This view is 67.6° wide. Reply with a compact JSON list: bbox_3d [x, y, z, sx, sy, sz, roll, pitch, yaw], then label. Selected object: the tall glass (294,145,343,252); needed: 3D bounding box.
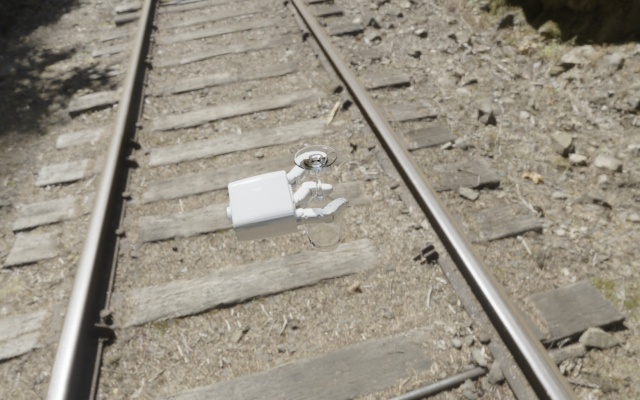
[{"bbox_3d":[0.000,0.002,0.874,0.079,0.201,0.079,-4,39,4],"label":"tall glass"}]
